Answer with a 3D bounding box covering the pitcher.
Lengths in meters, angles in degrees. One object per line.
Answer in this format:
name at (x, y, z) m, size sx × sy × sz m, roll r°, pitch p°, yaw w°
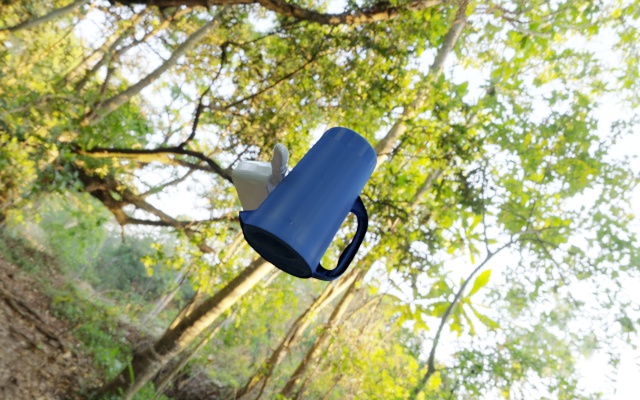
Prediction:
pitcher at (0.000, 0.002, 0.777) m, size 0.145 × 0.242 × 0.149 m, roll 11°, pitch -35°, yaw 43°
